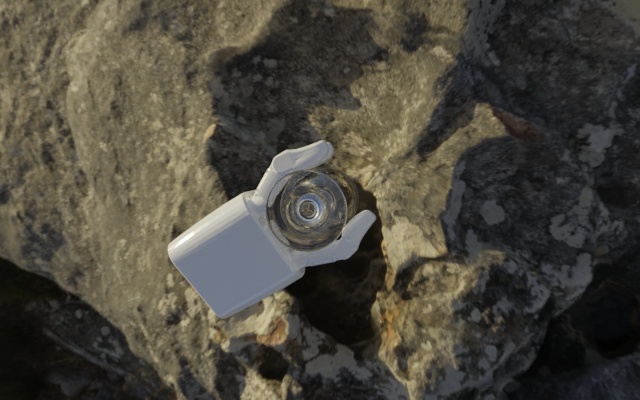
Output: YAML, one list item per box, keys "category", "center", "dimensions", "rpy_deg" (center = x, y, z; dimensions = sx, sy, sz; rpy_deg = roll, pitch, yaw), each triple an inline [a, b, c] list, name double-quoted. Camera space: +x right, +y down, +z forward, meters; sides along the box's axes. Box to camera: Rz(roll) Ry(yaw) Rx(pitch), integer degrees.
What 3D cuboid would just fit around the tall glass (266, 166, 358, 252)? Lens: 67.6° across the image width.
- category: "tall glass"
  center: [0.000, 0.002, 0.523]
  dimensions: [0.079, 0.079, 0.201]
  rpy_deg: [0, 5, 8]
